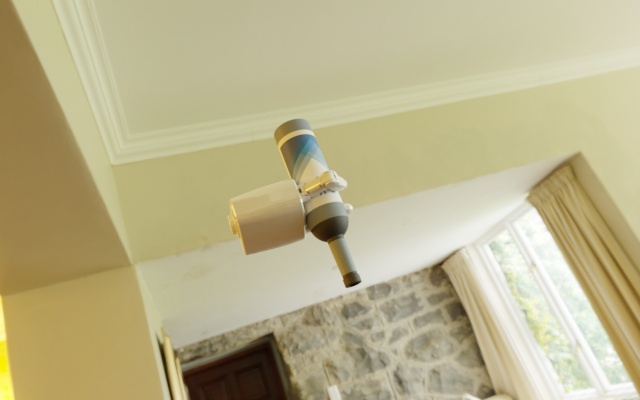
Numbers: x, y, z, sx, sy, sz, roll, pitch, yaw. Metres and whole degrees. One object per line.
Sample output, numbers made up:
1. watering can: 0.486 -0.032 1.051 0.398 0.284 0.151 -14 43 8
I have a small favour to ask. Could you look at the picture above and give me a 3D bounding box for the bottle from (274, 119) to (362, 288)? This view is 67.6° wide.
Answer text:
1. bottle: 0.000 0.002 0.786 0.069 0.295 0.069 -19 -22 -8
